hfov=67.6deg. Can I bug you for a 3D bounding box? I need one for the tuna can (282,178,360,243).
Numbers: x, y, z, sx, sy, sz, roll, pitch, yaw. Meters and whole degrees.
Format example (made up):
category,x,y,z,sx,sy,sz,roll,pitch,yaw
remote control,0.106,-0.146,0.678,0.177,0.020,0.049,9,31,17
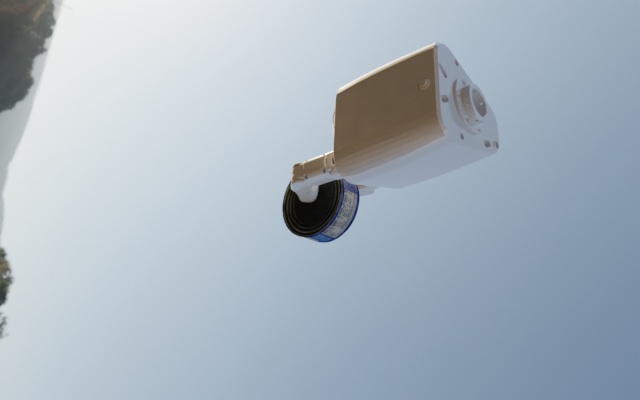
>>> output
category,x,y,z,sx,sy,sz,roll,pitch,yaw
tuna can,0.000,0.002,0.518,0.086,0.086,0.034,0,-17,44
